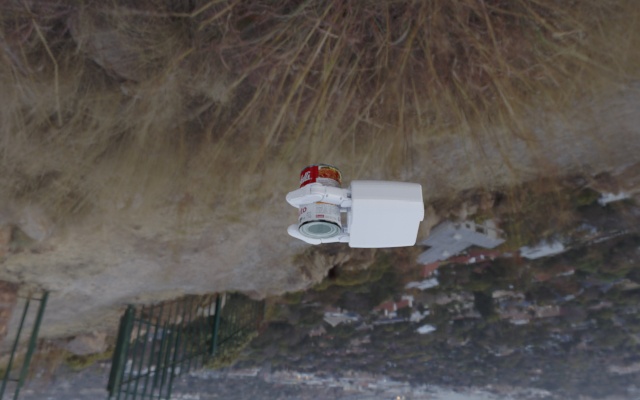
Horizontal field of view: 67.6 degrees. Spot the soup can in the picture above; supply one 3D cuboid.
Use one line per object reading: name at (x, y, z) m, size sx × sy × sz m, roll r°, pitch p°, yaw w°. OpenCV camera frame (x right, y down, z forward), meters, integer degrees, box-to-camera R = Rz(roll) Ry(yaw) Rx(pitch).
soup can at (0.000, 0.003, 0.753) m, size 0.068 × 0.102 × 0.068 m, roll 1°, pitch -28°, yaw 0°
